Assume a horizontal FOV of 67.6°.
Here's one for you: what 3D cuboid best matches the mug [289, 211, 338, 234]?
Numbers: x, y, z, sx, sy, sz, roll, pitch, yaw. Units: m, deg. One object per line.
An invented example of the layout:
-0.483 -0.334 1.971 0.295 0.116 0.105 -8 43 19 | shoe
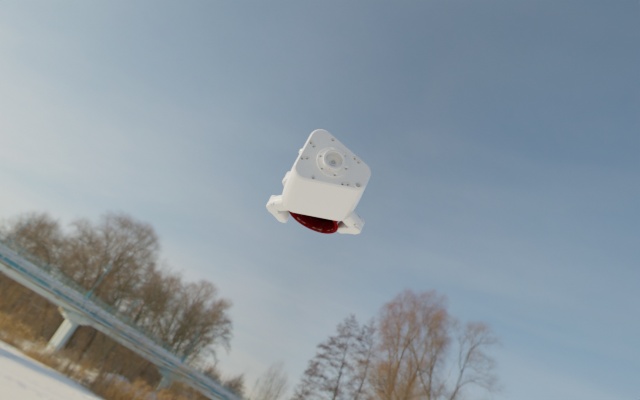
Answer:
0.000 0.003 0.827 0.093 0.081 0.117 27 -27 0 | mug
